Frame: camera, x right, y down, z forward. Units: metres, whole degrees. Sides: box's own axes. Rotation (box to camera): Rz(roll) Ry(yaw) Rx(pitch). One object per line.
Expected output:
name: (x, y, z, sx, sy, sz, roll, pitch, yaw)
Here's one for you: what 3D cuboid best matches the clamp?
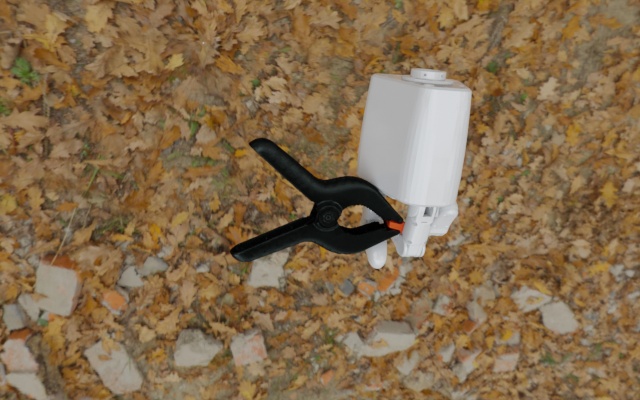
clamp: (0.000, 0.002, 0.461, 0.171, 0.120, 0.039, 0, 23, -14)
